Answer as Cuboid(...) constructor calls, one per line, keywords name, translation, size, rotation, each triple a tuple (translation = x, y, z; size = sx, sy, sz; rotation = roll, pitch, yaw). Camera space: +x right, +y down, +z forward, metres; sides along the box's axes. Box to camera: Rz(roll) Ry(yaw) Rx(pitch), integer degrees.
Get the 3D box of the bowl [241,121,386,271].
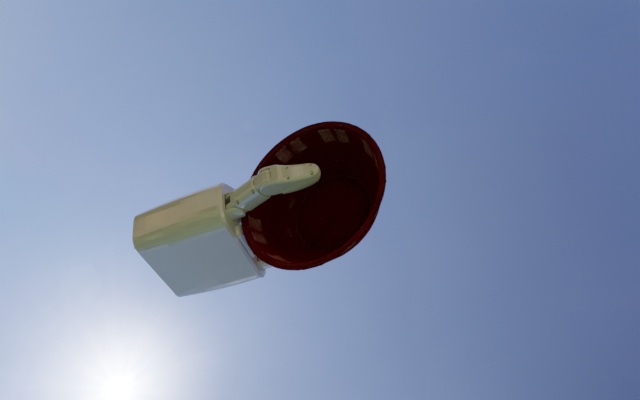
Cuboid(name="bowl", translation=(0.001, 0.002, 0.484), size=(0.162, 0.162, 0.055), rotation=(0, -25, 32))
